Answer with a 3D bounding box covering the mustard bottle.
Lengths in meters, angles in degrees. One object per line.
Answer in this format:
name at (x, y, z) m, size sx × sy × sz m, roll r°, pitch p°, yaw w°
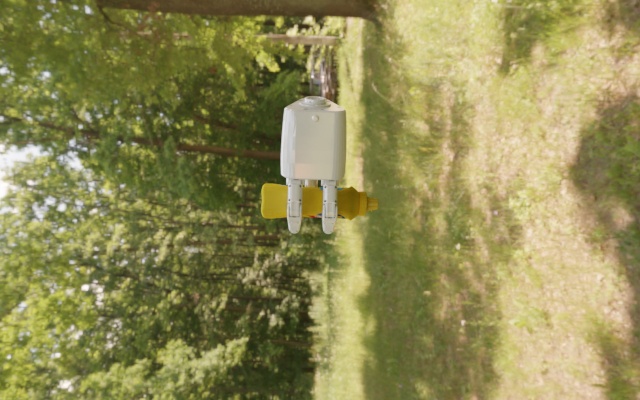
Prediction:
mustard bottle at (0.000, 0.003, 0.794) m, size 0.191 × 0.058 × 0.096 m, roll 1°, pitch -3°, yaw -2°
